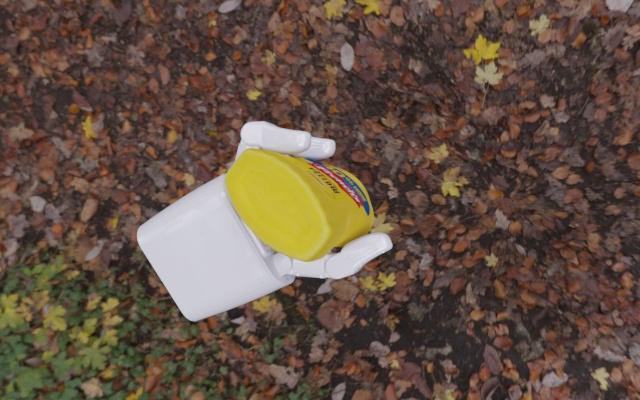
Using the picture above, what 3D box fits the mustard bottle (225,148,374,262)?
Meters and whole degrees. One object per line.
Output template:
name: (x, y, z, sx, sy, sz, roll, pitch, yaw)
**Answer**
mustard bottle: (0.000, 0.001, 0.429, 0.096, 0.058, 0.191, 42, 14, 15)
